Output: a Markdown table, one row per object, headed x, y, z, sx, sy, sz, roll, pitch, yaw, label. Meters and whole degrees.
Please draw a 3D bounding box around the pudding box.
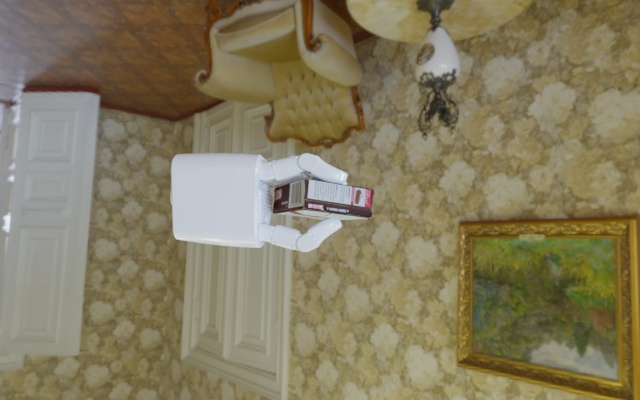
| x | y | z | sx | sy | sz | roll | pitch | yaw | label |
| --- | --- | --- | --- | --- | --- | --- | --- | --- | --- |
| 0.000 | 0.002 | 0.587 | 0.090 | 0.039 | 0.113 | 7 | -5 | -23 | pudding box |
